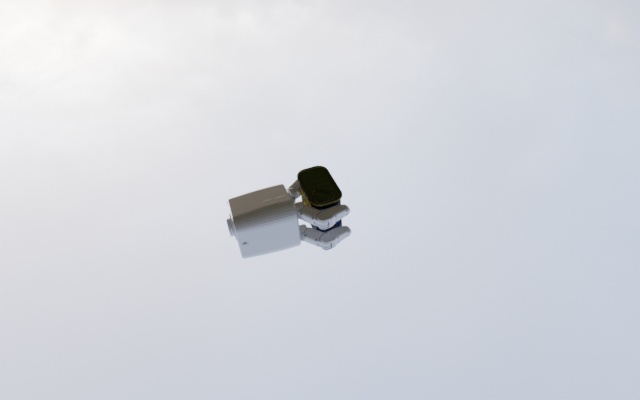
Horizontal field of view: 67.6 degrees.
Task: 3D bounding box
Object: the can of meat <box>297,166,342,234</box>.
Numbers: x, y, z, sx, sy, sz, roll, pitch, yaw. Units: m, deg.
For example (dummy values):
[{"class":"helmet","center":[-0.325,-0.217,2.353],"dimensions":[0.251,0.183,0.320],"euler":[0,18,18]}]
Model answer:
[{"class":"can of meat","center":[0.000,0.003,0.846],"dimensions":[0.057,0.084,0.102],"euler":[-17,44,-13]}]
